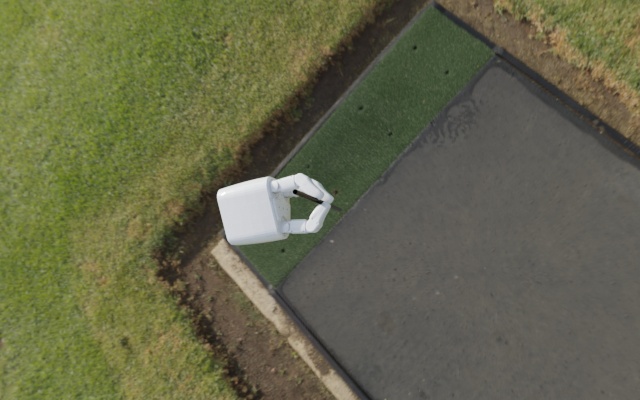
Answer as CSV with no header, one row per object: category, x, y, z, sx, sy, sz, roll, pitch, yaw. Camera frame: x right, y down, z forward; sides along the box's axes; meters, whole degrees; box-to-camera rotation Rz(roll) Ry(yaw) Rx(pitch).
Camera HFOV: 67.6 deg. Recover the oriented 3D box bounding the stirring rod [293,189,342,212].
stirring rod,0.000,0.003,0.835,0.011,0.011,0.239,0,-8,19
